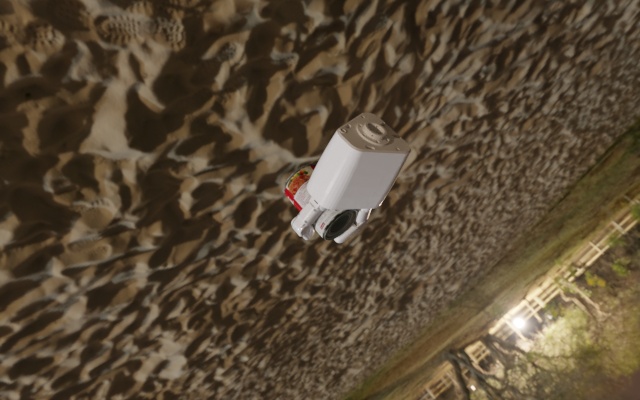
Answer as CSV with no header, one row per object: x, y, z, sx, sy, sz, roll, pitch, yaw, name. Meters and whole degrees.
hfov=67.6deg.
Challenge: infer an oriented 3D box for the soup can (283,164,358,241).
0.000,0.003,0.724,0.102,0.068,0.068,48,24,24,soup can
